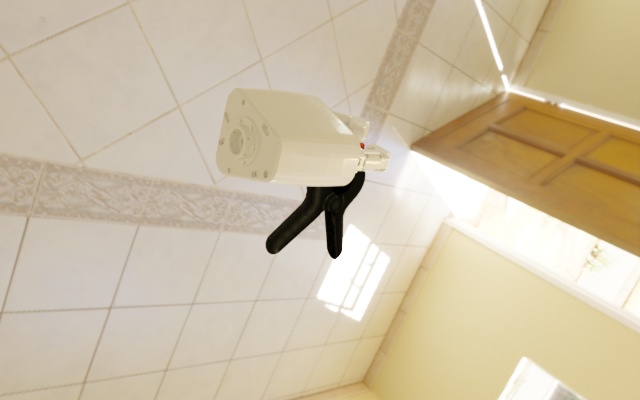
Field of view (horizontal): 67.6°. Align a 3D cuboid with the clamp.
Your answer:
[{"bbox_3d":[0.001,0.002,0.588,0.120,0.171,0.039,-3,27,-43],"label":"clamp"}]
